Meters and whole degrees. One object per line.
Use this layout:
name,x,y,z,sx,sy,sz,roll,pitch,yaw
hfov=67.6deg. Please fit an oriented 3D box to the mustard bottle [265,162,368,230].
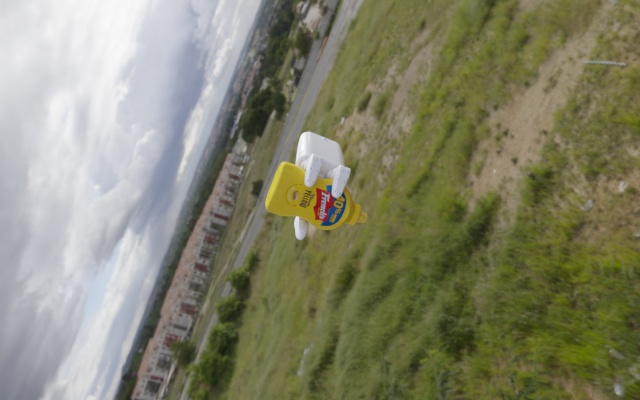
mustard bottle,0.000,0.003,0.897,0.191,0.096,0.058,20,8,-15
